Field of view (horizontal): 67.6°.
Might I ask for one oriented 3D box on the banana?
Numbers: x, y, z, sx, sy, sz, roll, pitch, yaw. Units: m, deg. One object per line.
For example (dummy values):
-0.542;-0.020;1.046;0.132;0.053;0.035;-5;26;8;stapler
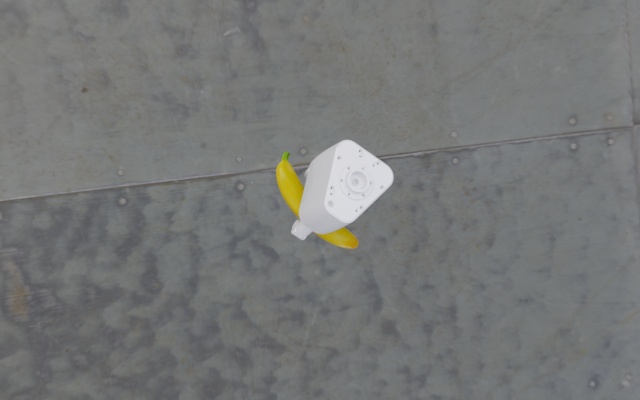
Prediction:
-0.014;0.009;0.769;0.069;0.198;0.037;-36;-1;-38;banana
